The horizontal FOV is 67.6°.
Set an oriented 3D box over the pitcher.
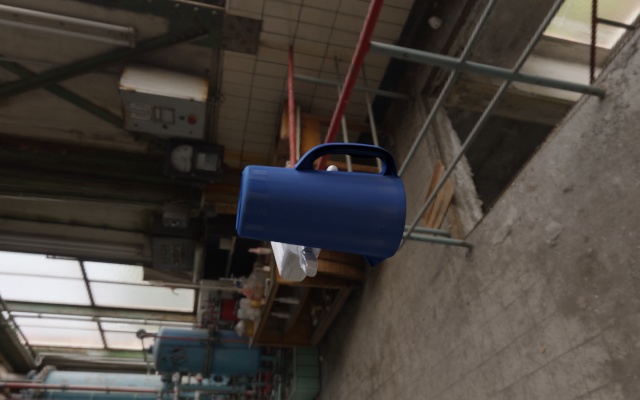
[{"bbox_3d":[0.000,0.003,0.726,0.243,0.149,0.145,6,-33,-11],"label":"pitcher"}]
